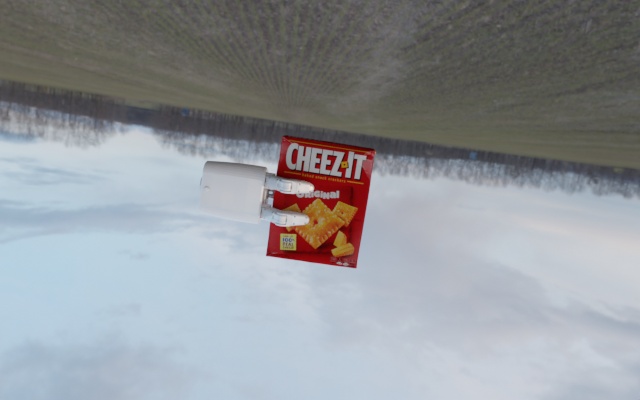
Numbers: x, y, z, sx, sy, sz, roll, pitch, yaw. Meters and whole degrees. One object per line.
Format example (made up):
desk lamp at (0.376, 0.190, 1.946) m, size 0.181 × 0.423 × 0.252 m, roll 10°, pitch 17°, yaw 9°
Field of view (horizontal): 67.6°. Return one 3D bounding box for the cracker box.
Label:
cracker box at (0.000, 0.003, 0.843) m, size 0.164 × 0.214 × 0.072 m, roll 9°, pitch 8°, yaw 1°
